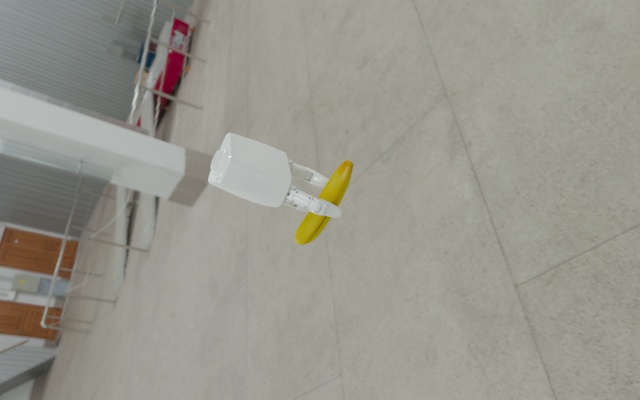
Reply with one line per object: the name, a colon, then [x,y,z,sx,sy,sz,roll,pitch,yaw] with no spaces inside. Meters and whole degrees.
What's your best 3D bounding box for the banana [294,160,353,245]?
banana: [-0.001,0.017,0.828,0.037,0.198,0.069,23,35,-18]
